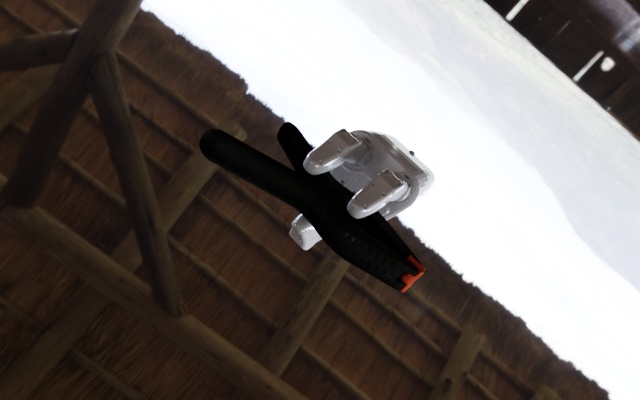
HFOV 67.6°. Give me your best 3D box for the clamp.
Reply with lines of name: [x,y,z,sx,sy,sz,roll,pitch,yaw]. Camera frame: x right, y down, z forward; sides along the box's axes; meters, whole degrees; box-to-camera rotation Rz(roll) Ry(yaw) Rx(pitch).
clamp: [0.000,0.002,0.419,0.210,0.036,0.164,45,23,13]
